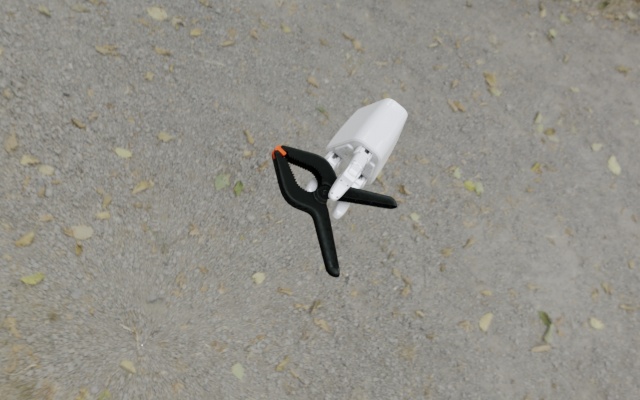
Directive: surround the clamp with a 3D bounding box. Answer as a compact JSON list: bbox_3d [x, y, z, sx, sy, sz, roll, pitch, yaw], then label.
[{"bbox_3d":[0.000,0.002,0.728,0.210,0.164,0.036,38,-24,-6],"label":"clamp"}]
